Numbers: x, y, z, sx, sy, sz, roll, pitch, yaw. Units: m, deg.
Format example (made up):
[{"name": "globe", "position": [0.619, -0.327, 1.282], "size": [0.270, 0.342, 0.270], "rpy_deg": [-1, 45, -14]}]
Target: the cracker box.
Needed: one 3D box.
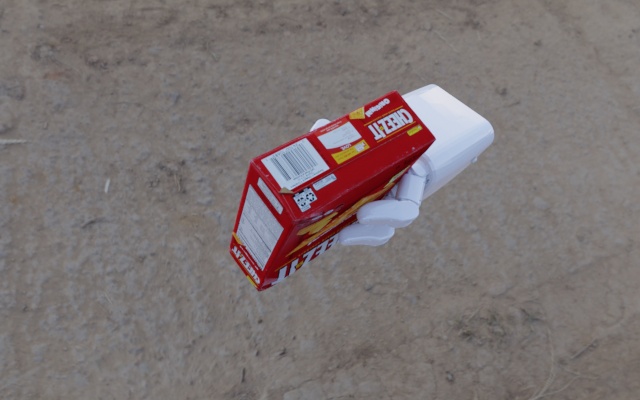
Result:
[{"name": "cracker box", "position": [0.000, 0.001, 0.492], "size": [0.164, 0.072, 0.214], "rpy_deg": [-30, -14, -26]}]
